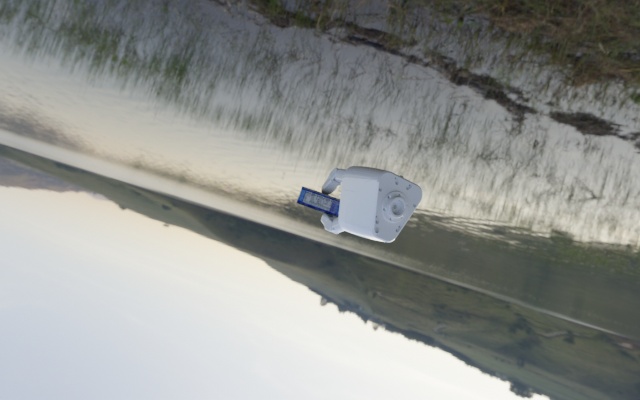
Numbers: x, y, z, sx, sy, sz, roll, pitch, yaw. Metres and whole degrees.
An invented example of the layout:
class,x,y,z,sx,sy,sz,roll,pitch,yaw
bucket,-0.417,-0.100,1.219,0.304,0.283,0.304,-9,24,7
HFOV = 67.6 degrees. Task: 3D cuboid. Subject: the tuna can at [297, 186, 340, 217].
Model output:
class,x,y,z,sx,sy,sz,roll,pitch,yaw
tuna can,0.000,0.003,0.890,0.086,0.034,0.086,19,0,0
